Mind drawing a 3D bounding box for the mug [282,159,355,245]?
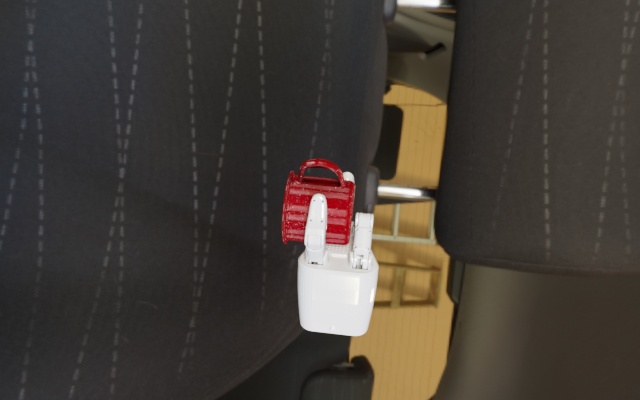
[{"bbox_3d":[0.000,0.001,0.592,0.081,0.117,0.093,5,30,4],"label":"mug"}]
